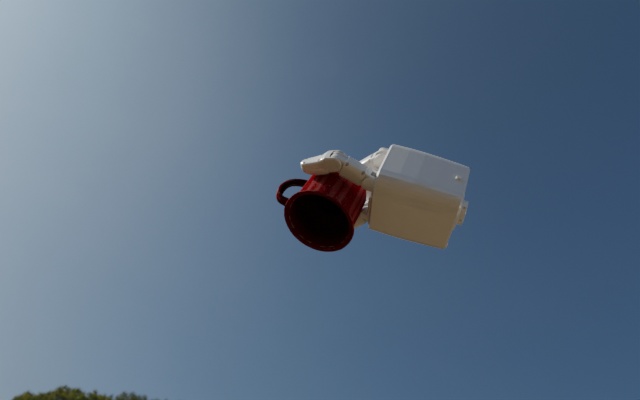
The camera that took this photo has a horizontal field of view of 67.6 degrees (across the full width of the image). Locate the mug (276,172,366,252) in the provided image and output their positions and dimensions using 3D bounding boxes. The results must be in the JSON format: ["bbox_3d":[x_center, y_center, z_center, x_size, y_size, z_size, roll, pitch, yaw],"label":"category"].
[{"bbox_3d":[-0.001,0.002,0.624,0.117,0.093,0.081,18,39,13],"label":"mug"}]
